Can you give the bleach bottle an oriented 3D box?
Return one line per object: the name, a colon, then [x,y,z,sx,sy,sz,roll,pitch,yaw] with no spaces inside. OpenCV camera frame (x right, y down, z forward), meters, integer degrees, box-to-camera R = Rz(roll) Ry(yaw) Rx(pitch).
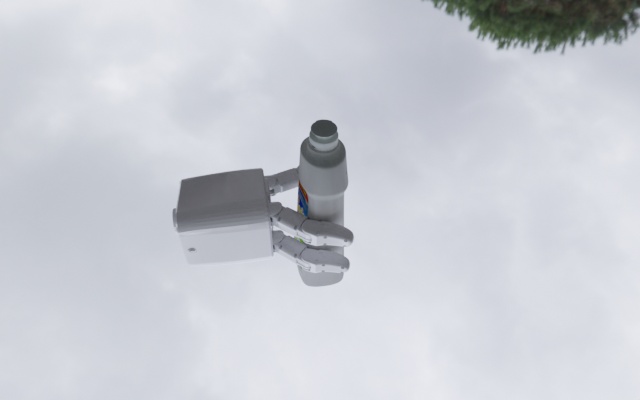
bleach bottle: [0.000,0.002,0.592,0.068,0.102,0.251,-7,-41,-7]
